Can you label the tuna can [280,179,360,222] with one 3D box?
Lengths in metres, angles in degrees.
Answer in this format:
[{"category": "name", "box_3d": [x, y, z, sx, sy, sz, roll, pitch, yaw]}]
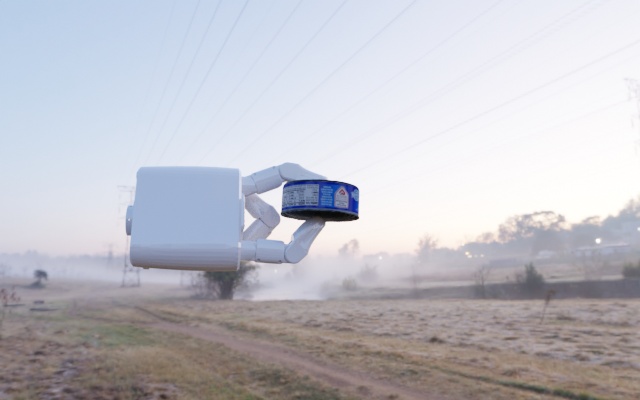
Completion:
[{"category": "tuna can", "box_3d": [0.000, 0.001, 0.519, 0.086, 0.033, 0.086, 3, -10, 0]}]
